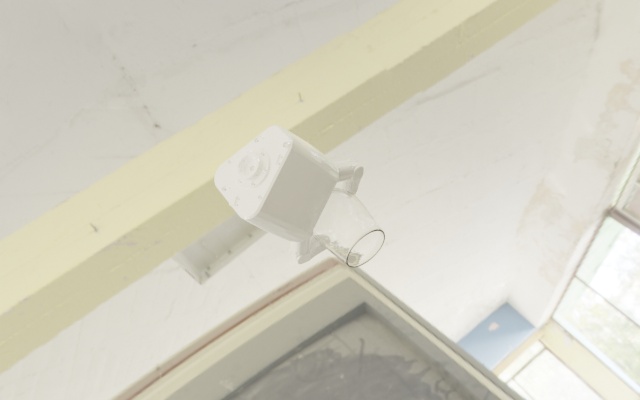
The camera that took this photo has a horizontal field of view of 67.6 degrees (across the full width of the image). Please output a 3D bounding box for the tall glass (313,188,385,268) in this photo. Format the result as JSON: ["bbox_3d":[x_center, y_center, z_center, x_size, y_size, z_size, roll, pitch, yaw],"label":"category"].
[{"bbox_3d":[0.000,0.002,0.652,0.079,0.079,0.201,0,36,-46],"label":"tall glass"}]
